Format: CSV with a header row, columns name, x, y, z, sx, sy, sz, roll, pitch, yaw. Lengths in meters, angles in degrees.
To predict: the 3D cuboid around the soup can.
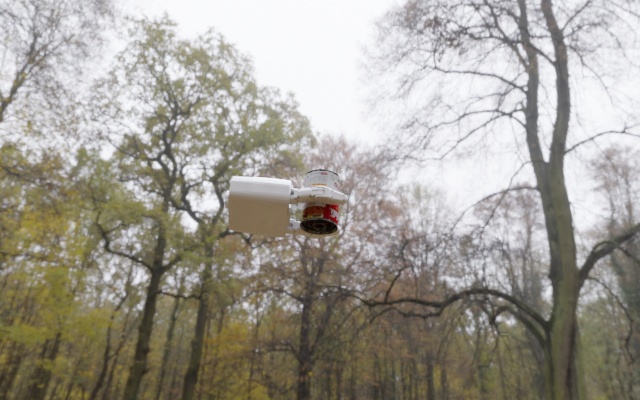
name,x,y,z,sx,sy,sz,roll,pitch,yaw
soup can,0.001,0.003,0.869,0.068,0.102,0.068,3,-27,2
